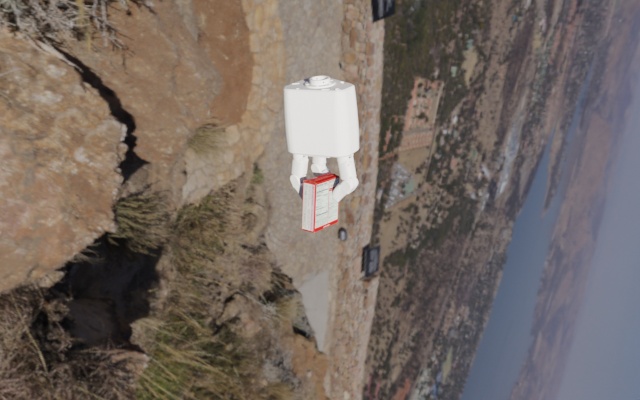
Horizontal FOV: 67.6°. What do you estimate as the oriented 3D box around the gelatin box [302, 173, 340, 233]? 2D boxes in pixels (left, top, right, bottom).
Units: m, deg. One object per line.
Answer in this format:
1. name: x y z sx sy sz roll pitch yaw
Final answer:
1. gelatin box: 0.001 0.003 0.815 0.030 0.089 0.073 12 19 33
